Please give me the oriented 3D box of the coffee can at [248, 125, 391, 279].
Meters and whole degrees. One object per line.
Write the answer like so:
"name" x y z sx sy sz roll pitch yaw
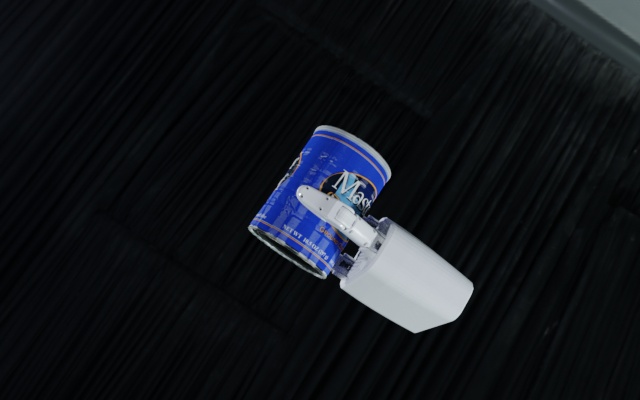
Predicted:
"coffee can" 0.000 0.002 0.540 0.103 0.140 0.103 32 -13 8
